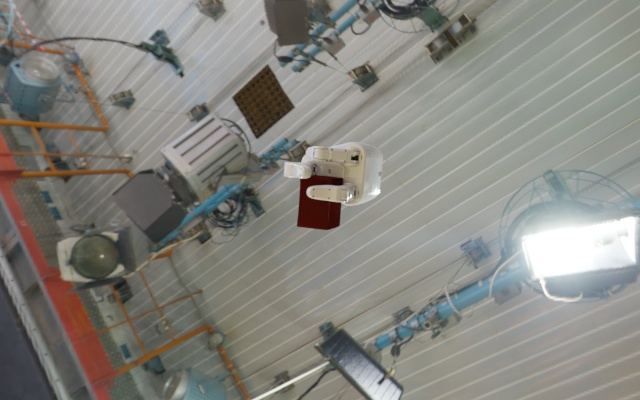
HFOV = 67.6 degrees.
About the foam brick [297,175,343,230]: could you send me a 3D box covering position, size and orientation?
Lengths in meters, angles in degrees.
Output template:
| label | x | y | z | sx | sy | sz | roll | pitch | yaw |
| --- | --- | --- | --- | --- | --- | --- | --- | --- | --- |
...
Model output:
| label | x | y | z | sx | sy | sz | roll | pitch | yaw |
| --- | --- | --- | --- | --- | --- | --- | --- | --- | --- |
| foam brick | 0.000 | 0.003 | 0.728 | 0.053 | 0.078 | 0.051 | 8 | 7 | 22 |
